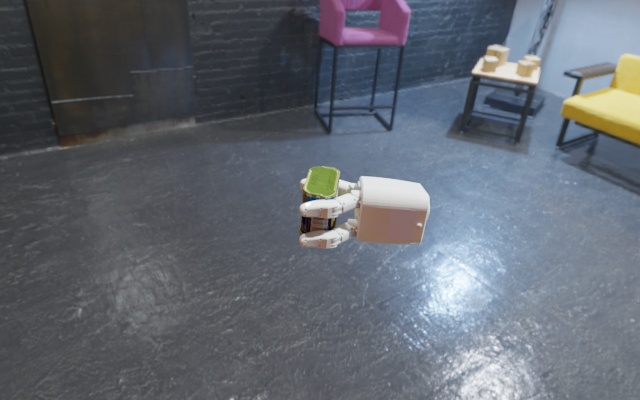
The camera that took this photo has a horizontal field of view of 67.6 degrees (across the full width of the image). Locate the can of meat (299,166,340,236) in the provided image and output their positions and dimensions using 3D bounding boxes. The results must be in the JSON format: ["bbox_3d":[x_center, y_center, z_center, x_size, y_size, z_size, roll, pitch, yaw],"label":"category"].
[{"bbox_3d":[0.000,0.002,0.775,0.057,0.084,0.102,7,31,4],"label":"can of meat"}]
